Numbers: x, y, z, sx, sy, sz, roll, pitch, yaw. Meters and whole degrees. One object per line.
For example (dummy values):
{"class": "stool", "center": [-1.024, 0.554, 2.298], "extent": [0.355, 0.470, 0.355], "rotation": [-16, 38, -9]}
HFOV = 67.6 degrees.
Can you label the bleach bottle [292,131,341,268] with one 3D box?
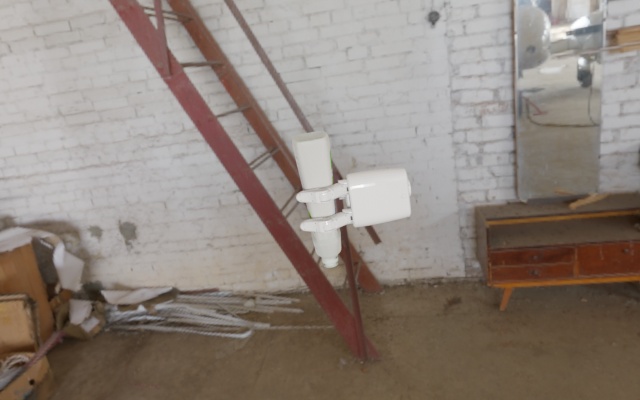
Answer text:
{"class": "bleach bottle", "center": [0.000, 0.003, 0.894], "extent": [0.068, 0.251, 0.102], "rotation": [-10, 17, -1]}
